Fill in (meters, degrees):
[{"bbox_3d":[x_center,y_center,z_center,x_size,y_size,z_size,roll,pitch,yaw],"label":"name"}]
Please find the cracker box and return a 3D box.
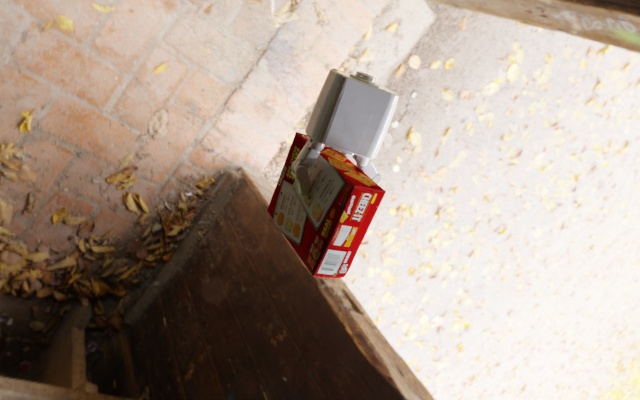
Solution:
[{"bbox_3d":[0.000,0.003,0.803,0.072,0.164,0.213,10,23,-33],"label":"cracker box"}]
